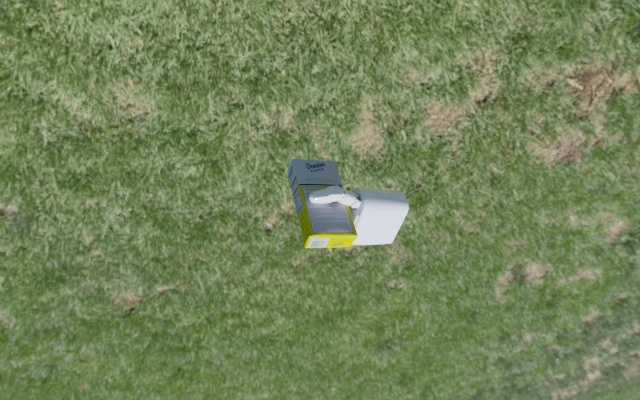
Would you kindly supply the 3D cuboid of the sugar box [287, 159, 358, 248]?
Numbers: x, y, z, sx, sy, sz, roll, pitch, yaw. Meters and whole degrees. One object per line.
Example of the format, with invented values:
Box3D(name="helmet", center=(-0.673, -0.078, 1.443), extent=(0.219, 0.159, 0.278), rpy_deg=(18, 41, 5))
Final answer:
Box3D(name="sugar box", center=(0.000, 0.003, 0.893), extent=(0.093, 0.176, 0.048), rpy_deg=(2, -39, -23))
